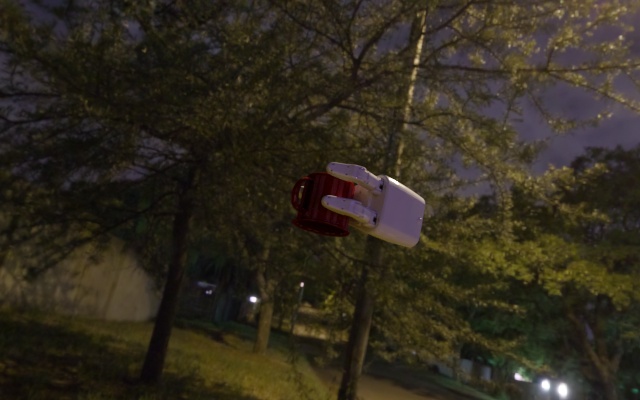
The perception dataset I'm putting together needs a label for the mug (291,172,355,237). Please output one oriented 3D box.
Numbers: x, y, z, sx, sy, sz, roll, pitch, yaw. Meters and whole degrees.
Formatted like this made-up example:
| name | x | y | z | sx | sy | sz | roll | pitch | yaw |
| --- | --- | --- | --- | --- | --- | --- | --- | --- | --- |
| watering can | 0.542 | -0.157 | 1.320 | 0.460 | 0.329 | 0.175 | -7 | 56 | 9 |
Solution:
| name | x | y | z | sx | sy | sz | roll | pitch | yaw |
| --- | --- | --- | --- | --- | --- | --- | --- | --- | --- |
| mug | -0.001 | 0.002 | 0.752 | 0.117 | 0.081 | 0.093 | 25 | -19 | -39 |
